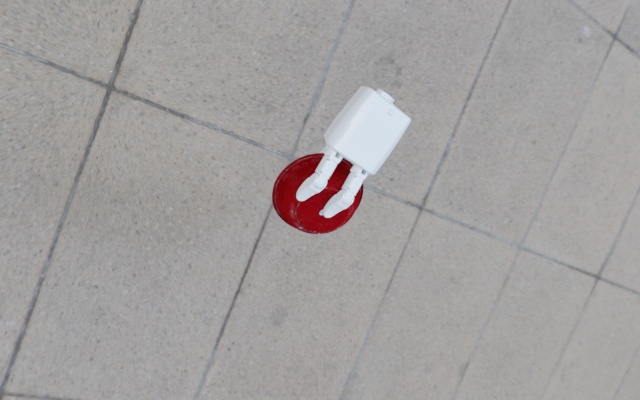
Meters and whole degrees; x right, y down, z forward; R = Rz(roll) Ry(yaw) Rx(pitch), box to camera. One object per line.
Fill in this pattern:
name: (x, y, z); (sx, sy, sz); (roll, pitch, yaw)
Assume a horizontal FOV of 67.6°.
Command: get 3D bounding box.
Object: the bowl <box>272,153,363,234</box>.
bowl: (0.000, 0.004, 0.811); (0.162, 0.162, 0.055); (0, 34, -11)
